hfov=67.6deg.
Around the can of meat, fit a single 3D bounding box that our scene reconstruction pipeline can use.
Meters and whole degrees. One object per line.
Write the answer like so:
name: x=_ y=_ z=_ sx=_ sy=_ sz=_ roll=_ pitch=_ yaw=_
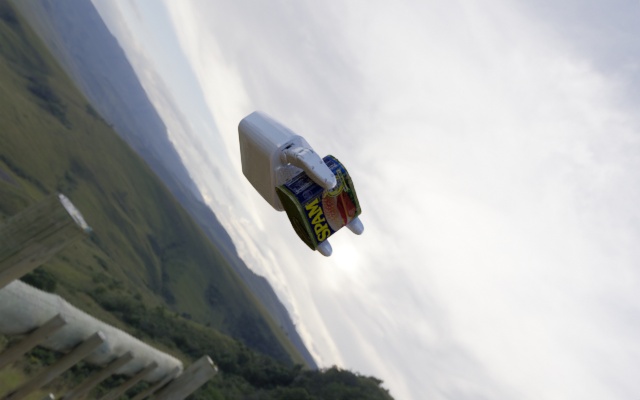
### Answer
can of meat: x=0.000 y=0.002 z=0.624 sx=0.084 sy=0.102 sz=0.057 roll=-35 pitch=43 yaw=-16
